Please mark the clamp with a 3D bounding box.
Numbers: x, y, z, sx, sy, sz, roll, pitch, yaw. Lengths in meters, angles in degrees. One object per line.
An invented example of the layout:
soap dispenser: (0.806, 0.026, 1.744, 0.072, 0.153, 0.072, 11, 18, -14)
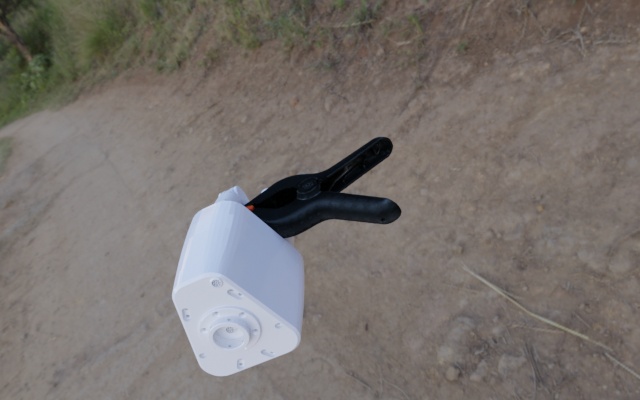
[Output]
clamp: (0.000, 0.001, 0.464, 0.171, 0.039, 0.120, -24, 29, 11)
